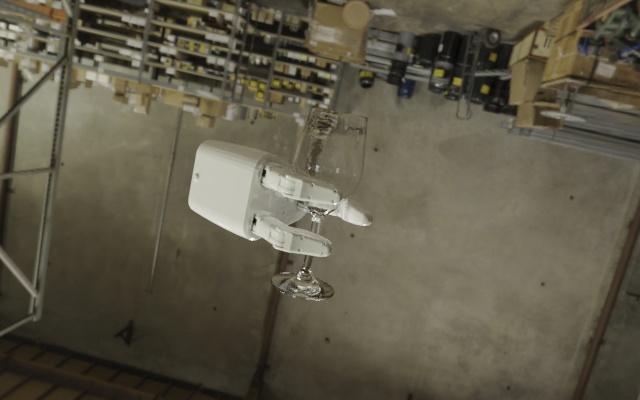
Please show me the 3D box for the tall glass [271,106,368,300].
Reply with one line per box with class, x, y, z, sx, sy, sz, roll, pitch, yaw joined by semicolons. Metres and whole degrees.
tall glass;0.000;0.002;0.527;0.079;0.201;0.079;12;10;-2
